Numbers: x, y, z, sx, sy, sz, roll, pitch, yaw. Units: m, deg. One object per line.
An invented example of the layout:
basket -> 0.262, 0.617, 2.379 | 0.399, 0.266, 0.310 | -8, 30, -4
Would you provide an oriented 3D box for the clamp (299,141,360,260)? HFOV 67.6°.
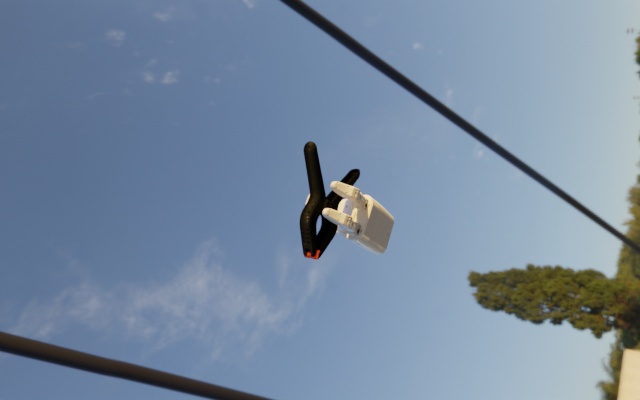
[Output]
clamp -> -0.001, 0.003, 0.897 | 0.036, 0.210, 0.165 | 5, -20, 41
